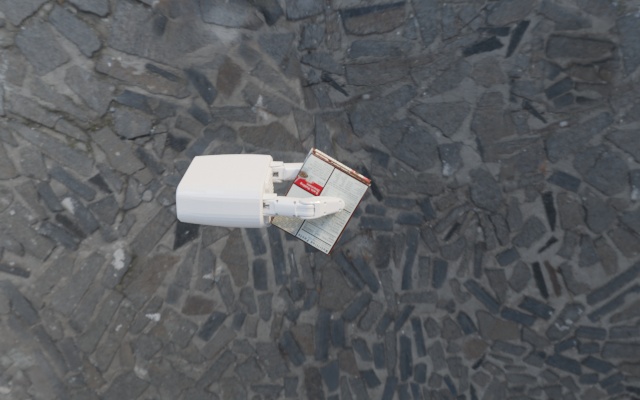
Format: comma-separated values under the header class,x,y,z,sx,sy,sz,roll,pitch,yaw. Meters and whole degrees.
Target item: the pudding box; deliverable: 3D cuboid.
class,x,y,z,sx,sy,sz,roll,pitch,yaw
pudding box,0.000,0.002,0.622,0.090,0.113,0.039,30,15,-4
